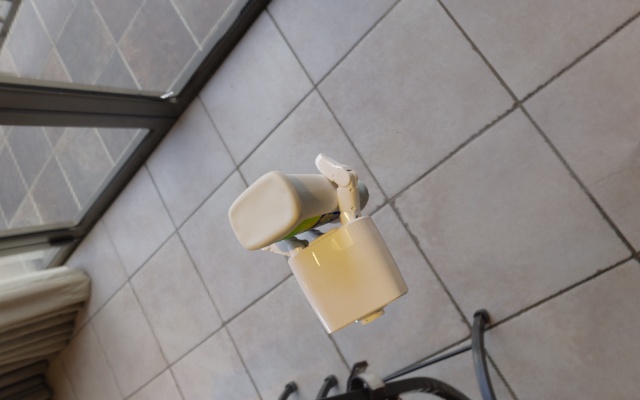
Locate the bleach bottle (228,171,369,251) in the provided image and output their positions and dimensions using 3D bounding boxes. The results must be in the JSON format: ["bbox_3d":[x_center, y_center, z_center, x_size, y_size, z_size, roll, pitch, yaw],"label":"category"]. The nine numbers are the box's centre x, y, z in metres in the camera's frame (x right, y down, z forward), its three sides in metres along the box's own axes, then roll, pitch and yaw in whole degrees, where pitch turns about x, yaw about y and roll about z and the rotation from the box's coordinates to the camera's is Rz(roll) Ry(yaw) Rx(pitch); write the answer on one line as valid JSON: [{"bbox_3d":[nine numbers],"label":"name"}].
[{"bbox_3d":[0.000,0.002,0.630,0.102,0.068,0.251,-36,-14,31],"label":"bleach bottle"}]
